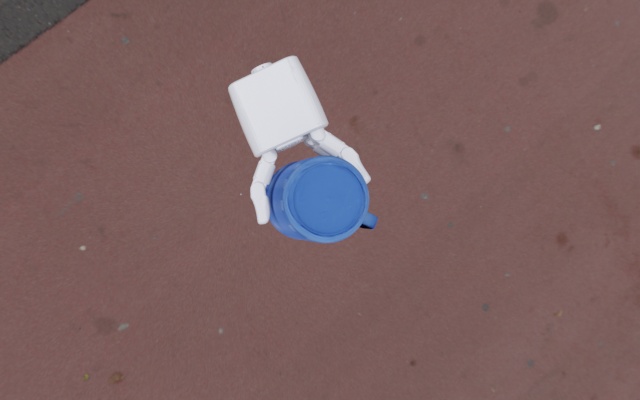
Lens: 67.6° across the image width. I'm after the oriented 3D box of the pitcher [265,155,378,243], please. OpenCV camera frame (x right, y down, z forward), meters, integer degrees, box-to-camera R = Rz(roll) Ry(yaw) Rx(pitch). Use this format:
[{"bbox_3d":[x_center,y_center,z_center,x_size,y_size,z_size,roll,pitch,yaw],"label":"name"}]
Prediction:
[{"bbox_3d":[0.000,0.002,0.693,0.149,0.145,0.243,-23,4,-8],"label":"pitcher"}]
